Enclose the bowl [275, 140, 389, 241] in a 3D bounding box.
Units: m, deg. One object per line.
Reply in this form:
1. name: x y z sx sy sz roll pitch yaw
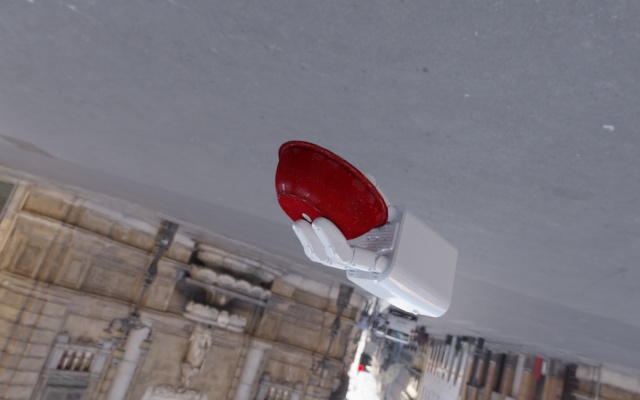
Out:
1. bowl: -0.001 0.001 0.583 0.162 0.055 0.162 31 -22 14
